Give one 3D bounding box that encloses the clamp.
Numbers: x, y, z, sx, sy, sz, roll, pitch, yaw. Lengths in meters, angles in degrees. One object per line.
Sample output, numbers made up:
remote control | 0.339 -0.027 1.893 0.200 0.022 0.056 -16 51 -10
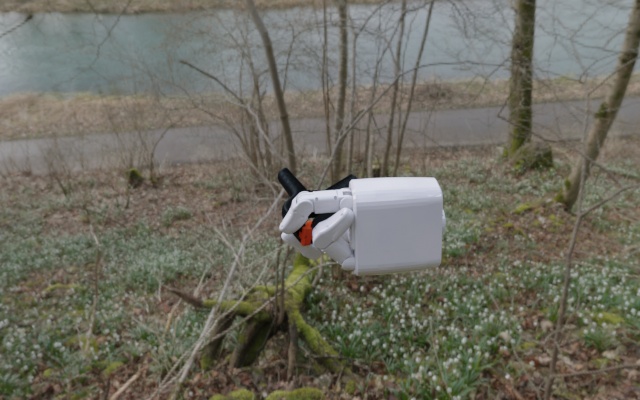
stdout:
clamp | 0.000 0.002 0.661 0.120 0.039 0.171 -4 34 -2
